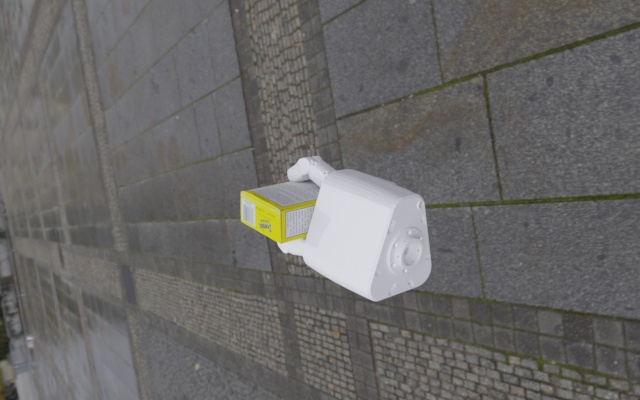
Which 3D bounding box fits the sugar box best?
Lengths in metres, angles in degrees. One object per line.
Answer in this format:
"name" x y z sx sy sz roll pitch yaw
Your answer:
"sugar box" 0.000 0.003 0.588 0.176 0.048 0.093 -10 21 -35
